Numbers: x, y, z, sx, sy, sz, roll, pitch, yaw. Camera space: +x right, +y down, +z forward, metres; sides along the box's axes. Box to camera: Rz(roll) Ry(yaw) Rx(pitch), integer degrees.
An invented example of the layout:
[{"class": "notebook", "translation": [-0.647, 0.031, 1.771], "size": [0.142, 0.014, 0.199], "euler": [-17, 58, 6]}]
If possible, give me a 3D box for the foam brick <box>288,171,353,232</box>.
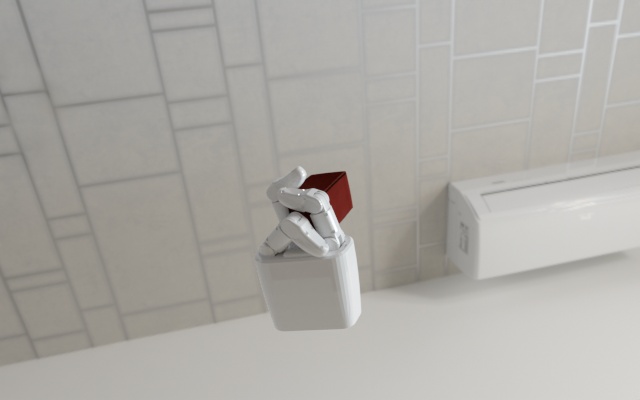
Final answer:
[{"class": "foam brick", "translation": [0.000, 0.002, 0.600], "size": [0.053, 0.051, 0.078], "euler": [-3, 23, 29]}]
